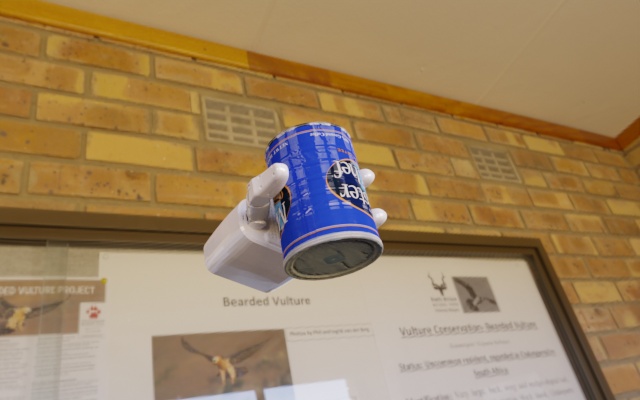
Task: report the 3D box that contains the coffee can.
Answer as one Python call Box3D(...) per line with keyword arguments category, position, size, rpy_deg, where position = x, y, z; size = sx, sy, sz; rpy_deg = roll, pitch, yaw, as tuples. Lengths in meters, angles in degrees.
Box3D(category="coffee can", position=(0.000, 0.002, 0.516), size=(0.103, 0.140, 0.103), rpy_deg=(-10, -29, -6))
